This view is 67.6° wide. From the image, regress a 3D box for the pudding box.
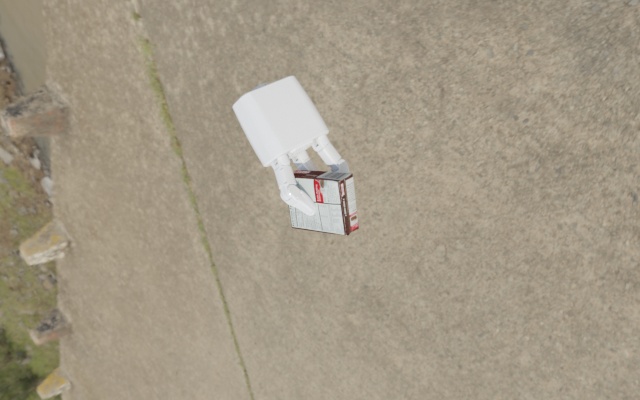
[{"bbox_3d":[0.000,0.002,0.735,0.113,0.090,0.039,7,23,39],"label":"pudding box"}]
